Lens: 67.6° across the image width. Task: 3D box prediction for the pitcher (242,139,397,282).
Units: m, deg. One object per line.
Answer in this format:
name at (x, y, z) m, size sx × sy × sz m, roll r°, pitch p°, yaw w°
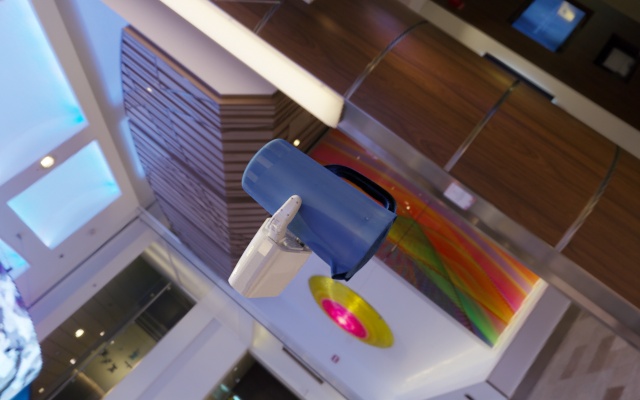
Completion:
pitcher at (0.000, 0.003, 0.784) m, size 0.243 × 0.145 × 0.149 m, roll 38°, pitch 13°, yaw 11°
